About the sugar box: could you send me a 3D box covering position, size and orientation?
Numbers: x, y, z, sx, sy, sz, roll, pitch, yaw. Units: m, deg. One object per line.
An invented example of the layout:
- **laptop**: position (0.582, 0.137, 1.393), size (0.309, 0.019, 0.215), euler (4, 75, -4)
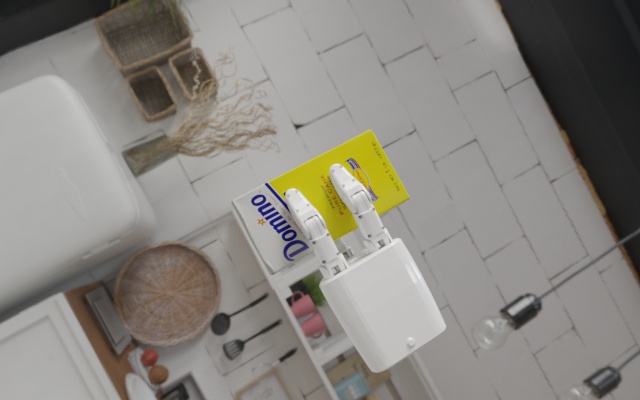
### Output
- **sugar box**: position (0.000, 0.002, 0.534), size (0.176, 0.093, 0.048), euler (-29, -4, -13)
